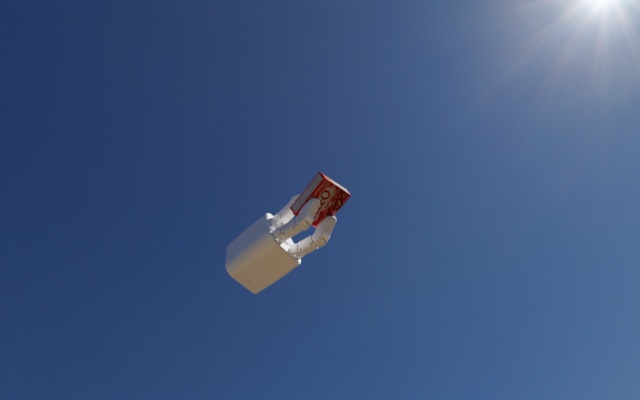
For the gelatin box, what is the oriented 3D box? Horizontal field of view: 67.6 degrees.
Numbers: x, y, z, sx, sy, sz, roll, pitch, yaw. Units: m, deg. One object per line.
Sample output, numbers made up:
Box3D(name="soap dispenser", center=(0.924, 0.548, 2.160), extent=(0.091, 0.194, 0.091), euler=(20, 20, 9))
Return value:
Box3D(name="gelatin box", center=(0.000, 0.002, 0.870), extent=(0.073, 0.089, 0.030), euler=(32, 13, -36))
